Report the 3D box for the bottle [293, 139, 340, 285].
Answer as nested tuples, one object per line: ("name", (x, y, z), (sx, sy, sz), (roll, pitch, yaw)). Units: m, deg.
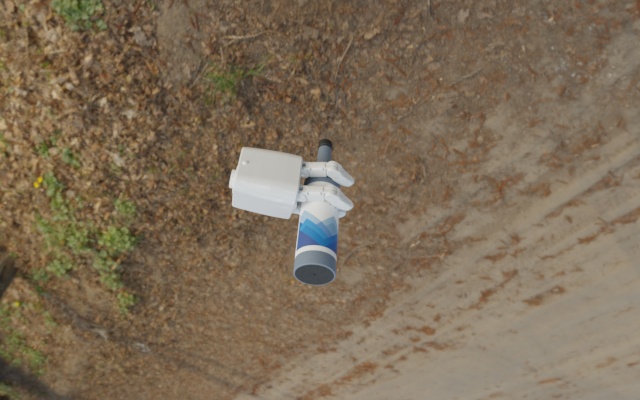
("bottle", (0.000, 0.003, 0.837), (0.069, 0.295, 0.069), (3, -39, 2))
